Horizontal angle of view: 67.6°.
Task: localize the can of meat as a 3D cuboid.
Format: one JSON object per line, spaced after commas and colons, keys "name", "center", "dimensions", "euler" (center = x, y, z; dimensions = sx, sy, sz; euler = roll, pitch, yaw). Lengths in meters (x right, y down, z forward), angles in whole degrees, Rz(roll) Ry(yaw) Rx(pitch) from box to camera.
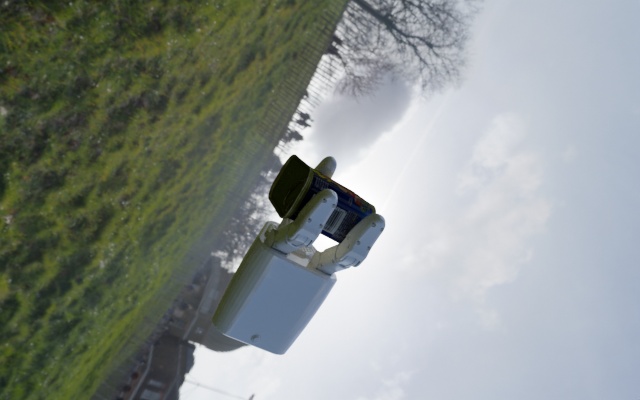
{"name": "can of meat", "center": [0.000, 0.002, 0.499], "dimensions": [0.084, 0.057, 0.102], "euler": [29, 6, -21]}
